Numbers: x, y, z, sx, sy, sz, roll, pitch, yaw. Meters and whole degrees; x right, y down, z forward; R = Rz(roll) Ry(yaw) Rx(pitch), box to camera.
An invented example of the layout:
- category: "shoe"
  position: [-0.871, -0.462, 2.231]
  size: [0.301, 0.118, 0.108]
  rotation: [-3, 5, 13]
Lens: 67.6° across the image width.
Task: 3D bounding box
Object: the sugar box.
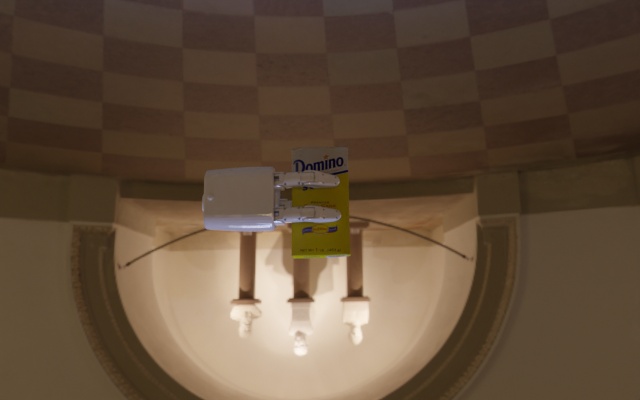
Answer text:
- category: "sugar box"
  position: [0.000, 0.002, 0.763]
  size: [0.093, 0.176, 0.048]
  rotation: [-2, -11, 0]
